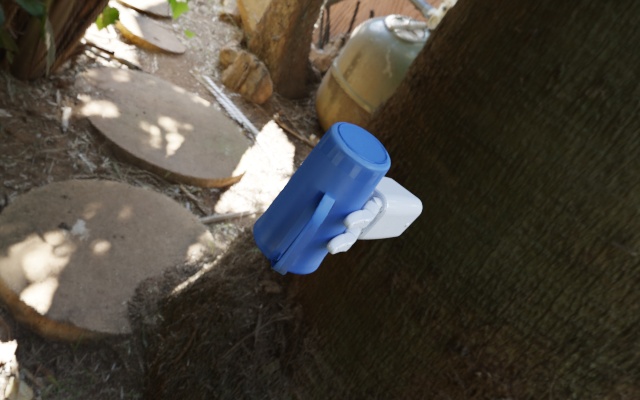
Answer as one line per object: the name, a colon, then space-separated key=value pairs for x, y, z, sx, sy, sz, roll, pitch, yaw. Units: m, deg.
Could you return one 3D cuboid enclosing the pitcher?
pitcher: x=0.000 y=0.002 z=0.761 sx=0.145 sy=0.149 sz=0.243 roll=4 pitch=-46 yaw=-42
